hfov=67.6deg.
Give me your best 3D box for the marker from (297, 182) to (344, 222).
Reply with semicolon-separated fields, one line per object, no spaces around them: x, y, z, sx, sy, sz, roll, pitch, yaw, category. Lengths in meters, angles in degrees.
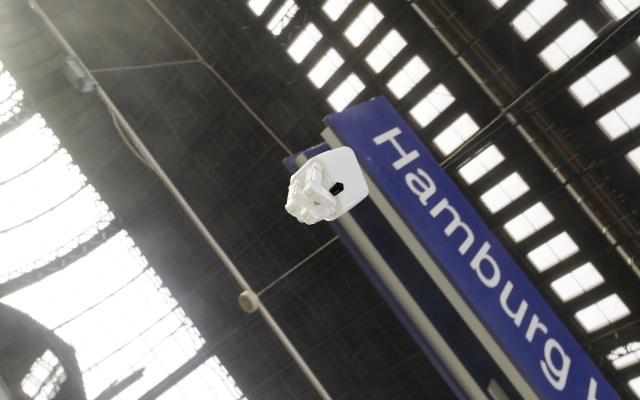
0.000;0.003;0.846;0.020;0.020;0.121;0;-30;-44;marker
